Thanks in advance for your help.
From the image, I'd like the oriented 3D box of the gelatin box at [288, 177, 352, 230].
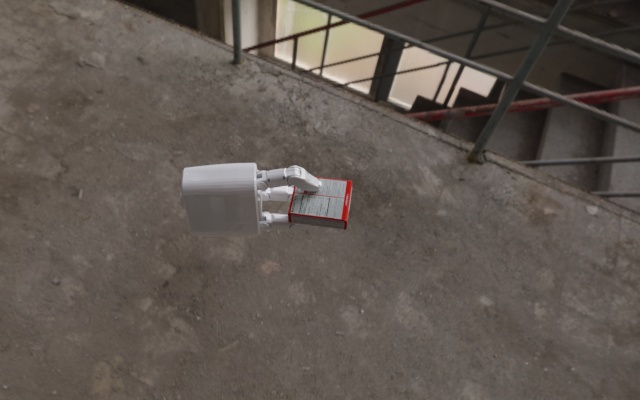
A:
[{"bbox_3d":[0.000,0.002,0.723,0.089,0.073,0.030,6,-34,6],"label":"gelatin box"}]
